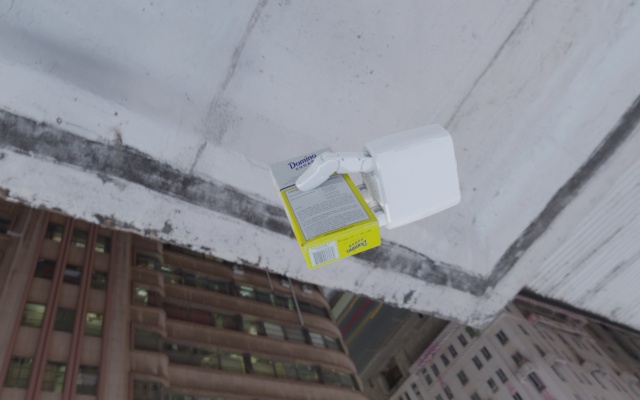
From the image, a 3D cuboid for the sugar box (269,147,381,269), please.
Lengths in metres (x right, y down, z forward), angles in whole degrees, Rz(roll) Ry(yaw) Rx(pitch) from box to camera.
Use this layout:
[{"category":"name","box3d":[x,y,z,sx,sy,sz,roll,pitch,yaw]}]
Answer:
[{"category":"sugar box","box3d":[0.000,0.002,0.610,0.093,0.048,0.176,-18,37,-8]}]
